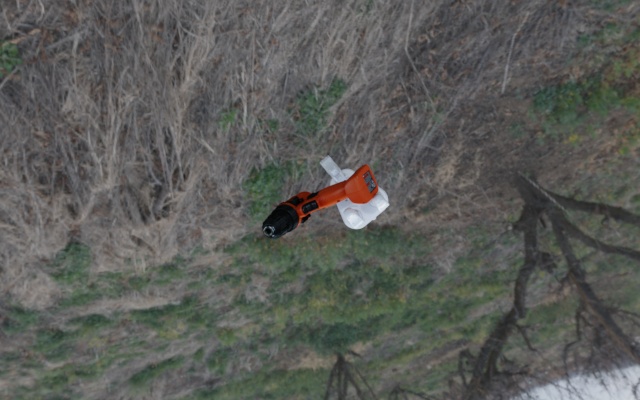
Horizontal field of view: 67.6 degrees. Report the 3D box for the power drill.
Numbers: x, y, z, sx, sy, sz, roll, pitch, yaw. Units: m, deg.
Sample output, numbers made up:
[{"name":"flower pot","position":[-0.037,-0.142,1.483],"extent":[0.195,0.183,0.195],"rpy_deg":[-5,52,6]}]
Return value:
[{"name":"power drill","position":[0.001,0.003,0.853],"extent":[0.188,0.057,0.184],"rpy_deg":[-20,11,25]}]
